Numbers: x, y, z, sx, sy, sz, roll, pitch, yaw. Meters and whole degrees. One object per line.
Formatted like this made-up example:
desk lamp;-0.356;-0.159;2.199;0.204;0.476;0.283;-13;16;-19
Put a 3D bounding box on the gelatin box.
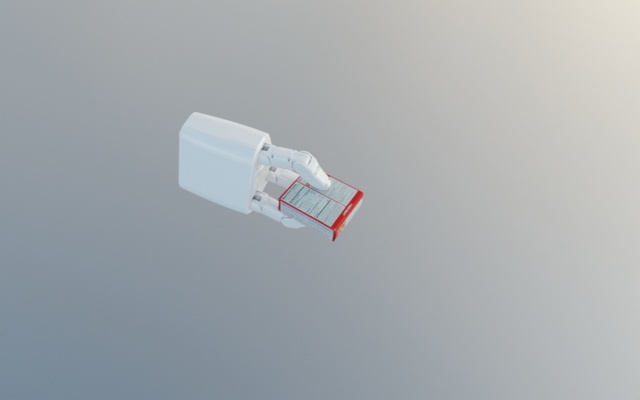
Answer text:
gelatin box;0.000;0.002;0.624;0.089;0.073;0.030;28;-34;17
